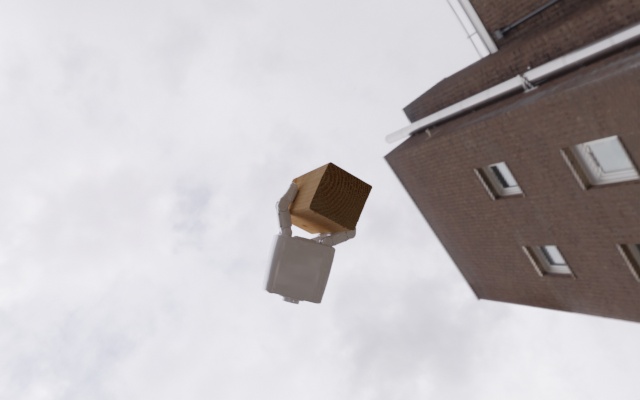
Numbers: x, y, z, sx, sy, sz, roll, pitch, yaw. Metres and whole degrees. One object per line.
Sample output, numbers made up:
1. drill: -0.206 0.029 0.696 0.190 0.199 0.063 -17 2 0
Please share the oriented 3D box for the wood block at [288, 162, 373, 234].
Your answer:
1. wood block: 0.000 0.003 0.889 0.091 0.090 0.206 28 -14 -16
